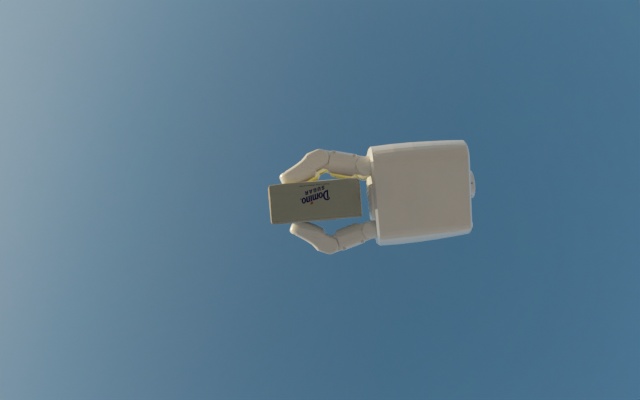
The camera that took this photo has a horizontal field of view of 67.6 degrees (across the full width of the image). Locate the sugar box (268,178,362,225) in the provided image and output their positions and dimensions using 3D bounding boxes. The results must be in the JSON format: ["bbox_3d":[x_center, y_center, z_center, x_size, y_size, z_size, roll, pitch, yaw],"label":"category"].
[{"bbox_3d":[0.000,0.001,0.554,0.093,0.048,0.176,-5,-4,3],"label":"sugar box"}]
